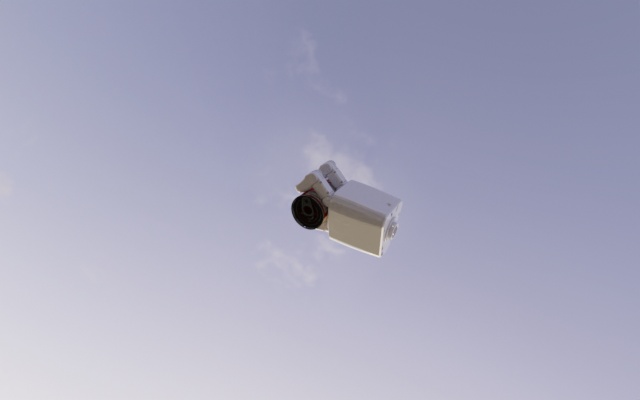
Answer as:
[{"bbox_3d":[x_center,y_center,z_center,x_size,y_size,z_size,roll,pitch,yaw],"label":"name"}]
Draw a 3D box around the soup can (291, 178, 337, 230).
[{"bbox_3d":[0.000,0.003,0.897,0.068,0.068,0.102,0,22,32],"label":"soup can"}]
